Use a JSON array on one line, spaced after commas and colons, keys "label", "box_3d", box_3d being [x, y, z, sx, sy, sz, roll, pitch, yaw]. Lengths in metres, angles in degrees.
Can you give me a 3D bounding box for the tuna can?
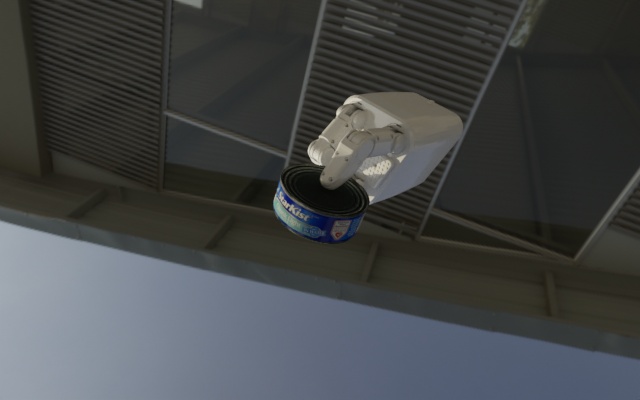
[{"label": "tuna can", "box_3d": [0.000, 0.002, 0.445, 0.086, 0.034, 0.086, 15, 31, -9]}]
